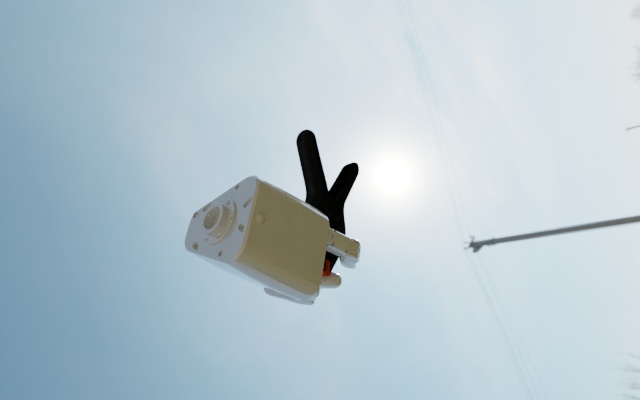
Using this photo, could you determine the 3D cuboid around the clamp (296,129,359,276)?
[{"bbox_3d":[0.000,0.002,0.578,0.039,0.171,0.120,-14,-35,39],"label":"clamp"}]
